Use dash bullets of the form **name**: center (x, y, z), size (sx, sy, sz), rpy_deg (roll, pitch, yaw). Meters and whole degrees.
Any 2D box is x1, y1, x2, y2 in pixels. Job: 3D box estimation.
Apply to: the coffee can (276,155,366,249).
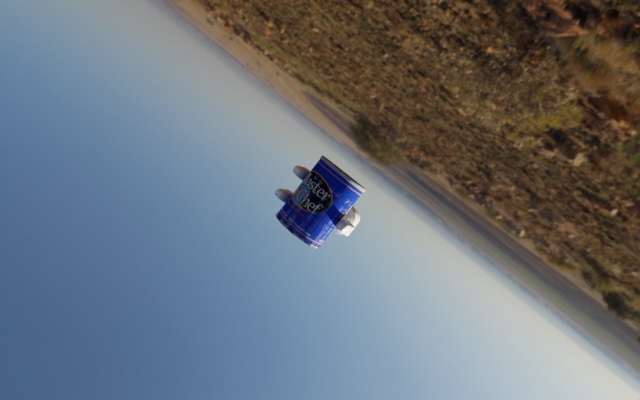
- **coffee can**: center (0.000, 0.003, 0.879), size (0.103, 0.140, 0.103), rpy_deg (38, 6, -4)
